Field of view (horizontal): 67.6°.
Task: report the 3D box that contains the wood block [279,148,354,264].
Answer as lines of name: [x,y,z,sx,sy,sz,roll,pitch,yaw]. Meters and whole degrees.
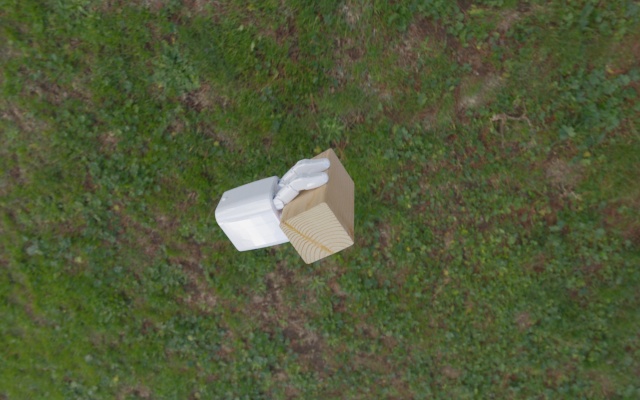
wood block: [0.000,0.003,0.837,0.090,0.091,0.206,-26,25,18]
